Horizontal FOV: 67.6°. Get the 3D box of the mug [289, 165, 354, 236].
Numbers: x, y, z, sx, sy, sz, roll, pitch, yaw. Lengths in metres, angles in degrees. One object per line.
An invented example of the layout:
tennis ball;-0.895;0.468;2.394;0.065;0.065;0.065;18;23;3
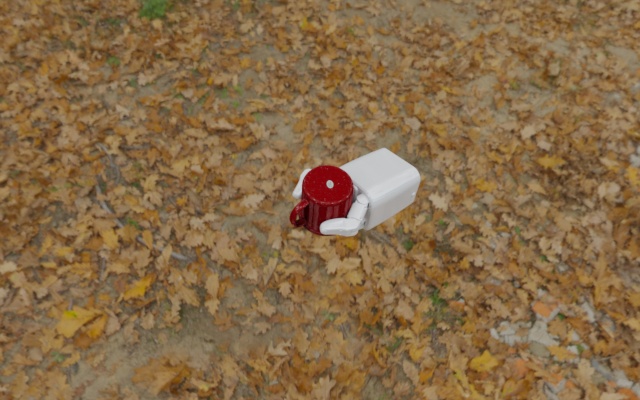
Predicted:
mug;-0.001;0.003;0.766;0.117;0.093;0.082;-28;-30;-21
